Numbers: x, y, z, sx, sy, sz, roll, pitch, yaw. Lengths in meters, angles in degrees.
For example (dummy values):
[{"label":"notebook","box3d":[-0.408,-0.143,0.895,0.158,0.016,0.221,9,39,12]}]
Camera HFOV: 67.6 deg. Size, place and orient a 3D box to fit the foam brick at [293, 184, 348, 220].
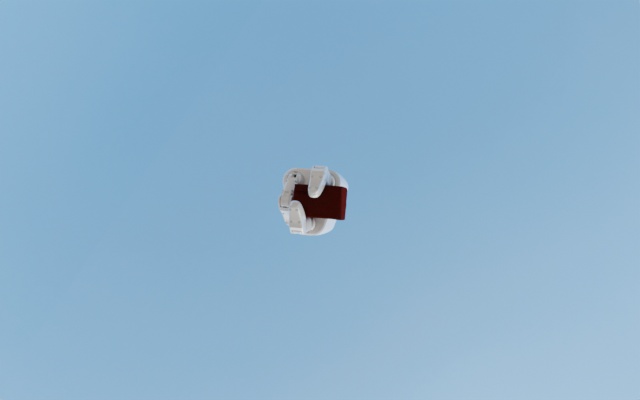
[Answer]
[{"label":"foam brick","box3d":[0.000,0.003,0.750,0.078,0.053,0.051,4,-2,14]}]
